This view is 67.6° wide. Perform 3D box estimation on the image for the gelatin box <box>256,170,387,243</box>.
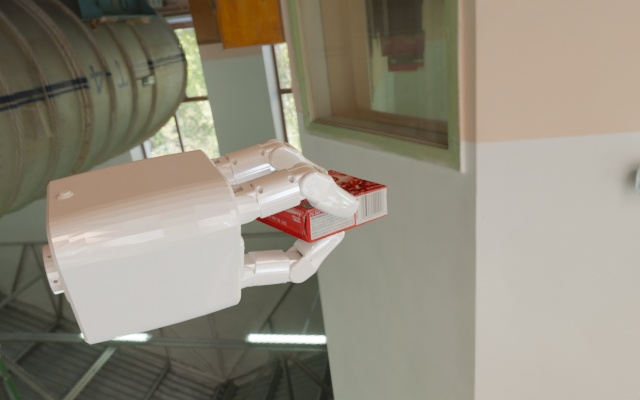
[{"bbox_3d":[0.000,0.002,0.402,0.089,0.030,0.073,-17,23,-36],"label":"gelatin box"}]
